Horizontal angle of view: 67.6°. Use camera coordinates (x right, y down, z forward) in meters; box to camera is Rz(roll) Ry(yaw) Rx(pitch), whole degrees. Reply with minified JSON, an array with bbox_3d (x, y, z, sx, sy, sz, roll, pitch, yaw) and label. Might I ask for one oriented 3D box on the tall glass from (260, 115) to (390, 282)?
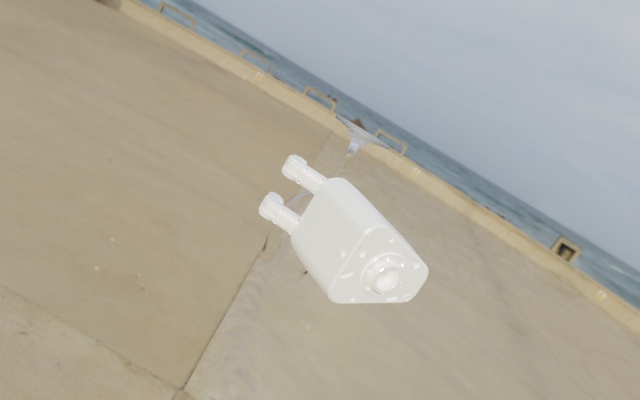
[{"bbox_3d":[0.000,0.001,0.585,0.079,0.201,0.079,30,13,-7],"label":"tall glass"}]
